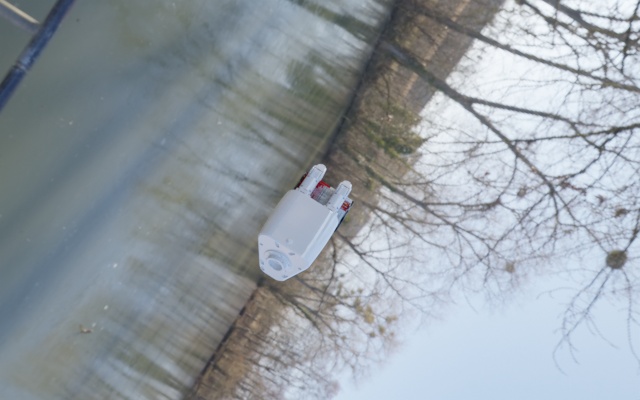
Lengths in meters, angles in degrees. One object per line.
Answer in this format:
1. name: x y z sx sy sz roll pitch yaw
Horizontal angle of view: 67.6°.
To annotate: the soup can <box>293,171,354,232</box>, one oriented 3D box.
1. soup can: 0.001 0.003 0.855 0.102 0.068 0.068 32 1 2
